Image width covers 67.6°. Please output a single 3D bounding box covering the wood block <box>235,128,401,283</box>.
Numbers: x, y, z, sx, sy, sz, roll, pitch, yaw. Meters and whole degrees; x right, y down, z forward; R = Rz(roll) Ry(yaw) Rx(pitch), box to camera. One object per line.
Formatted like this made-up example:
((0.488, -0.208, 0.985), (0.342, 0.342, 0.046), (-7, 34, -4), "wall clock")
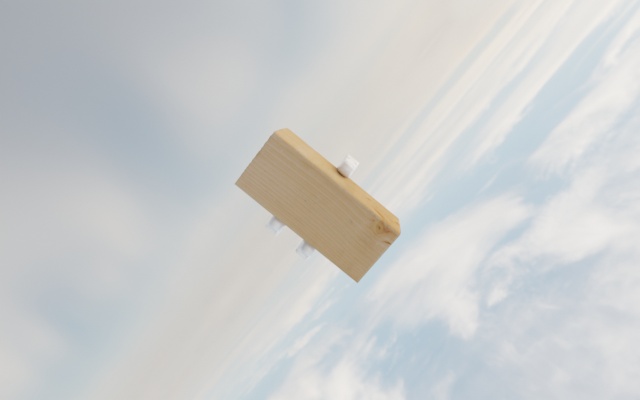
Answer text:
((0.000, 0.002, 0.651), (0.206, 0.091, 0.090), (39, 14, -1), "wood block")
